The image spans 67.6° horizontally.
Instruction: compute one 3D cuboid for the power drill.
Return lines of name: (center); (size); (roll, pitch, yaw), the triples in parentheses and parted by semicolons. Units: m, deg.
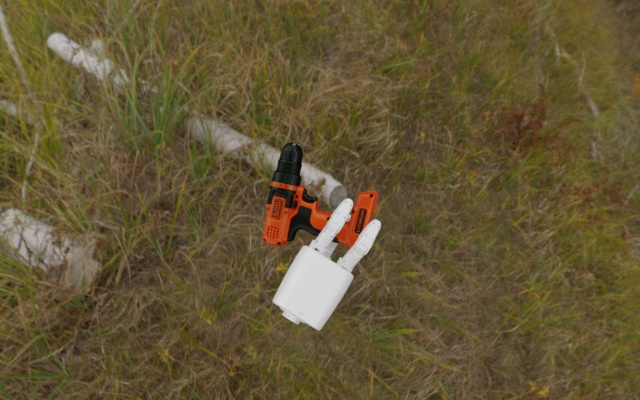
power drill: (0.000, 0.003, 0.826); (0.187, 0.184, 0.057); (12, 4, 13)
